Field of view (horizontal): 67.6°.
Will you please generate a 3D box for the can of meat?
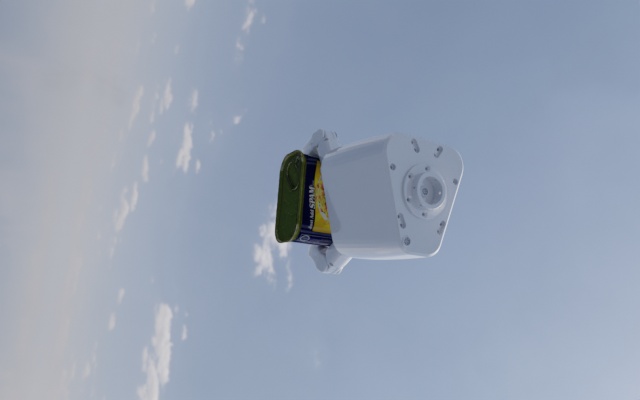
[{"bbox_3d":[0.000,0.002,0.541,0.084,0.102,0.057,10,-13,-27],"label":"can of meat"}]
